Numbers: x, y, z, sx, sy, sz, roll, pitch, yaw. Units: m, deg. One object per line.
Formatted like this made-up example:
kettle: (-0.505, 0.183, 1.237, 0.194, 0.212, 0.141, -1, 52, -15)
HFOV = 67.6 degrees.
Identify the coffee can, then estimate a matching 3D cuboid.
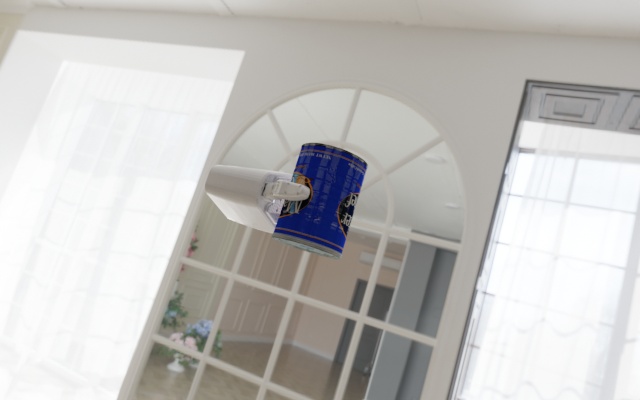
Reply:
coffee can: (0.000, 0.002, 0.682, 0.103, 0.140, 0.103, 17, -10, 3)
